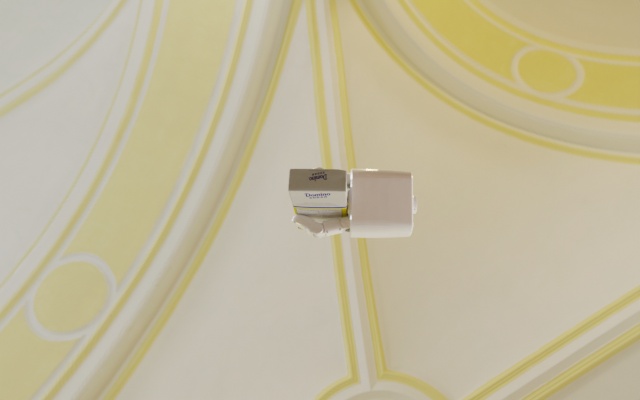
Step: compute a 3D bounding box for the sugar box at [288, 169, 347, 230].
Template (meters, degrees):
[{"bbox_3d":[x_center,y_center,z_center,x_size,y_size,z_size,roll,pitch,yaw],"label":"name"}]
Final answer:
[{"bbox_3d":[0.000,0.002,0.821,0.093,0.048,0.176,1,-26,3],"label":"sugar box"}]
